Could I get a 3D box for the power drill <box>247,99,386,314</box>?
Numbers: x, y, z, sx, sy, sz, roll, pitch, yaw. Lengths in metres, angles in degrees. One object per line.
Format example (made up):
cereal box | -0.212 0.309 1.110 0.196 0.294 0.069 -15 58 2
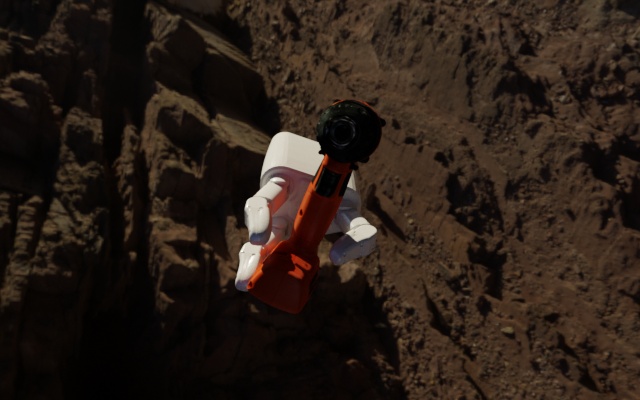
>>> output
power drill | 0.000 0.002 0.422 0.057 0.188 0.184 27 12 5
